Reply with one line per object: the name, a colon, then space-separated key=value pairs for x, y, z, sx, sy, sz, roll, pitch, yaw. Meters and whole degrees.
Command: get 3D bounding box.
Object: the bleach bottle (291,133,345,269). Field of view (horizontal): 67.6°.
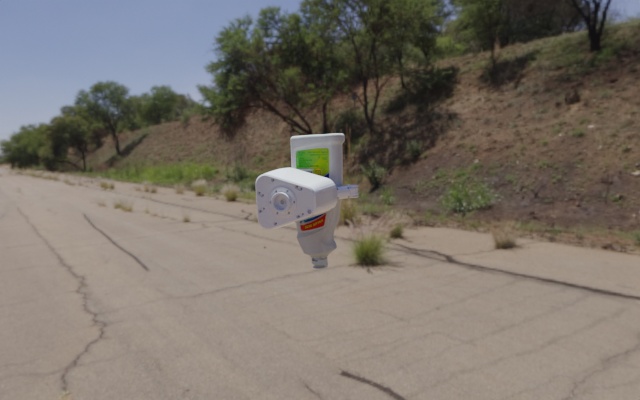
bleach bottle: x=0.000 y=0.003 z=0.899 sx=0.102 sy=0.251 sz=0.068 roll=-1 pitch=7 yaw=19
